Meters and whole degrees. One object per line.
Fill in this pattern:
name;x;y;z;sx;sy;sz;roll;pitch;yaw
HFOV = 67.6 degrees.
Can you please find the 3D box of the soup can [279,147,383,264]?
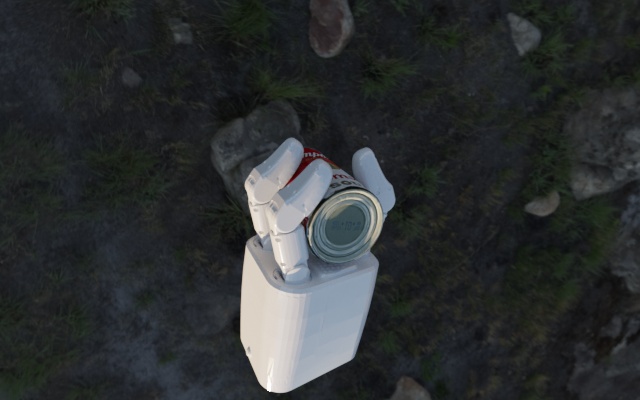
soup can;0.000;0.001;0.409;0.068;0.068;0.102;0;23;-26
